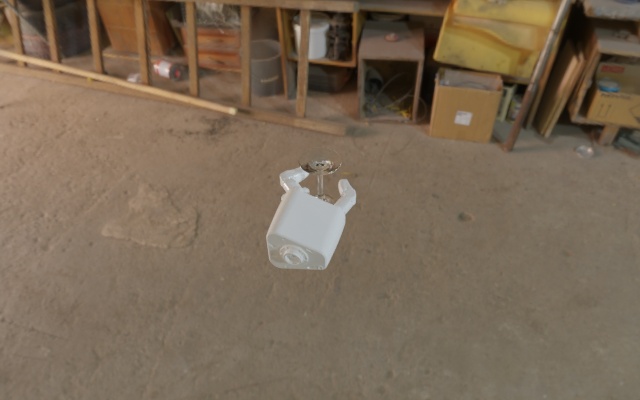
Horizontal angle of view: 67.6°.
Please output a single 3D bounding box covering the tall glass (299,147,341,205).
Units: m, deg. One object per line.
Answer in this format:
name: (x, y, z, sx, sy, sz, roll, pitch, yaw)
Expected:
tall glass: (0.000, 0.002, 0.894, 0.079, 0.201, 0.079, -1, 44, 1)
